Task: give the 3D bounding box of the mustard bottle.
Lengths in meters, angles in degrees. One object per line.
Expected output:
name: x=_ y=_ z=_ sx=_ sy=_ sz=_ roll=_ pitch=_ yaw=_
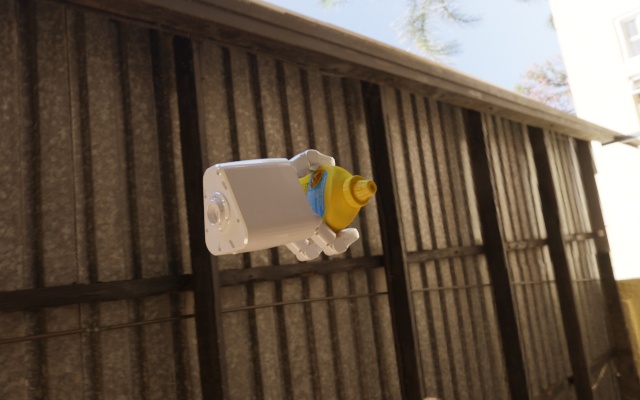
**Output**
mustard bottle: x=0.000 y=0.002 z=0.667 sx=0.058 sy=0.096 sz=0.191 roll=23 pitch=-27 yaw=-37
